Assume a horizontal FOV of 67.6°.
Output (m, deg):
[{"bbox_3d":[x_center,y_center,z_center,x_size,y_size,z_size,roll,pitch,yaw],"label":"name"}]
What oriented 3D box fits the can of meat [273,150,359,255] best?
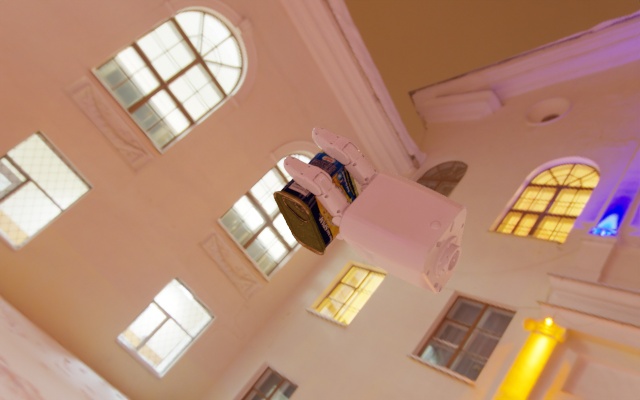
[{"bbox_3d":[0.000,0.002,0.585,0.057,0.102,0.084,24,59,37],"label":"can of meat"}]
